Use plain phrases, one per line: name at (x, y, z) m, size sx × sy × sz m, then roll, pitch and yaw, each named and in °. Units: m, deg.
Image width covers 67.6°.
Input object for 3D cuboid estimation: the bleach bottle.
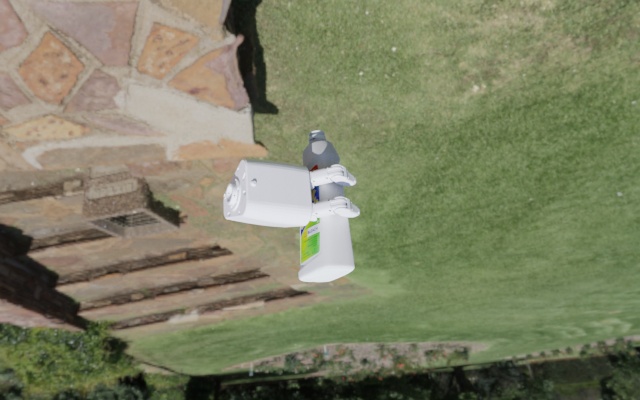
bleach bottle at (0.000, 0.003, 0.801) m, size 0.068 × 0.250 × 0.102 m, roll 7°, pitch -25°, yaw -29°
